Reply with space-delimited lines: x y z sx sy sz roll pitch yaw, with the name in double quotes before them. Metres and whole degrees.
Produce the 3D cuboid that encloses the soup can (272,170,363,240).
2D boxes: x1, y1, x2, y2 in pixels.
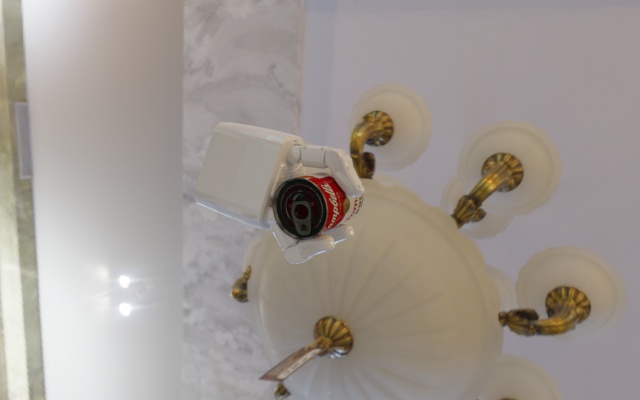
"soup can" 0.001 0.002 0.551 0.068 0.068 0.102 0 9 28
